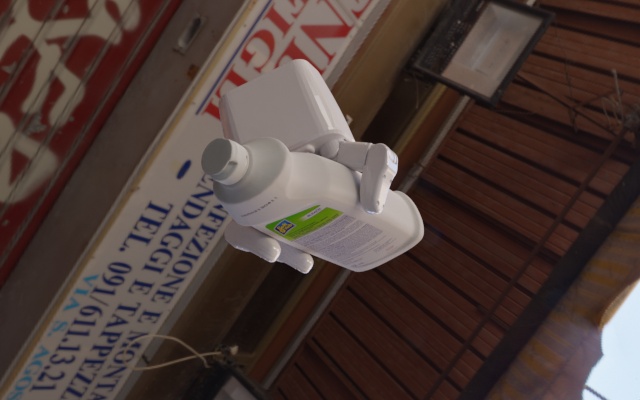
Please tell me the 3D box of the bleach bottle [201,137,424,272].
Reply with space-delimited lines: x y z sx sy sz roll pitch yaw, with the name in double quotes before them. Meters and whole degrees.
"bleach bottle" 0.000 0.002 0.429 0.102 0.068 0.251 -33 -32 19
